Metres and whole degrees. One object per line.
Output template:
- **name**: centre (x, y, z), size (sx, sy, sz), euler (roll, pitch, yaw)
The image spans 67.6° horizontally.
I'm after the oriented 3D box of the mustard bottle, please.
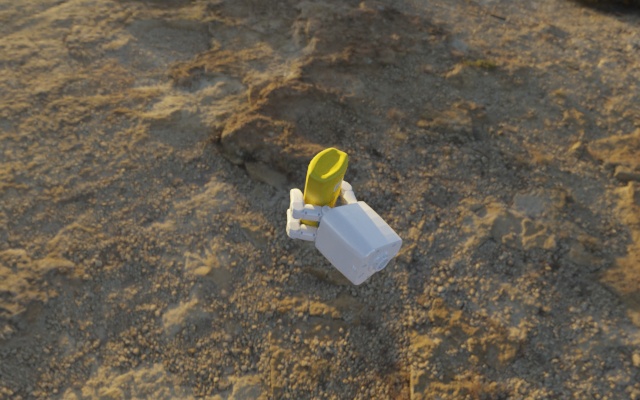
- **mustard bottle**: centre (0.000, 0.002, 0.874), size (0.058, 0.192, 0.096), euler (25, 46, 12)
